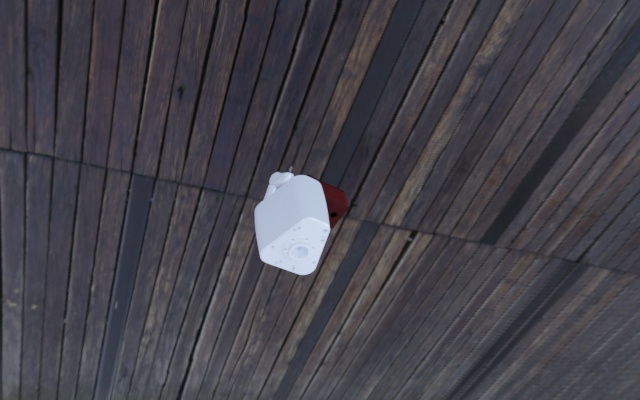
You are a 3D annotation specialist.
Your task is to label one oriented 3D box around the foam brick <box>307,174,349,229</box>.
[{"bbox_3d":[0.000,0.003,0.809,0.078,0.053,0.051,24,28,-25],"label":"foam brick"}]
